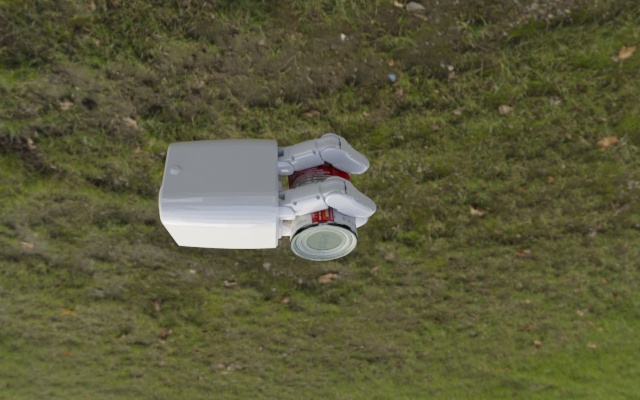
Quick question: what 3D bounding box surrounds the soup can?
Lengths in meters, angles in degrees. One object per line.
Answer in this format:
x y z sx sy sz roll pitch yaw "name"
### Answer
0.001 0.002 0.492 0.068 0.102 0.069 -3 -36 -2 "soup can"
